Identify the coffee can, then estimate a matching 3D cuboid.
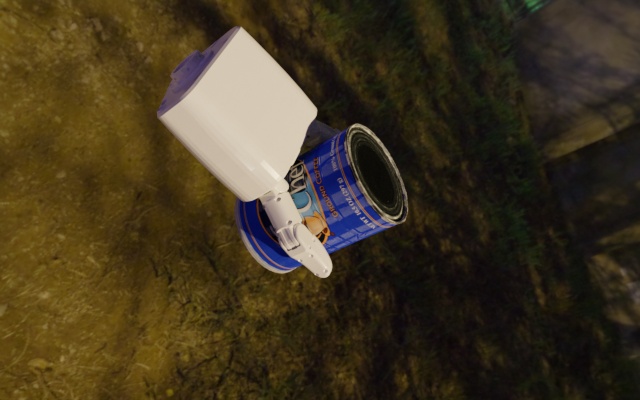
[{"bbox_3d":[0.000,0.002,0.476,0.140,0.102,0.103,-27,-14,29],"label":"coffee can"}]
